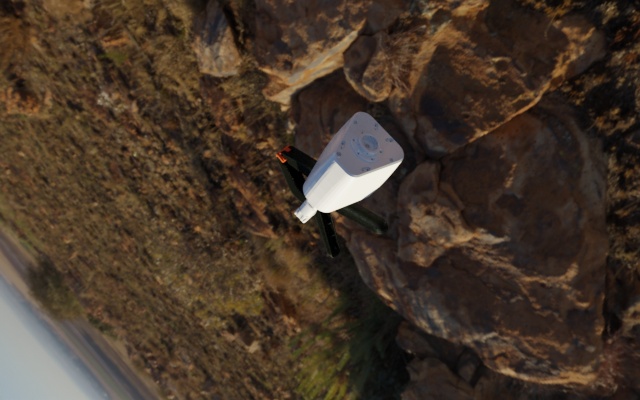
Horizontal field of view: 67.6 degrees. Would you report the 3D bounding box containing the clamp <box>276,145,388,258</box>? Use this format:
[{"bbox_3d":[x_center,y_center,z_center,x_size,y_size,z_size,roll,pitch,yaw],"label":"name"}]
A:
[{"bbox_3d":[-0.001,0.003,0.791,0.036,0.210,0.165,-40,-4,-36],"label":"clamp"}]
